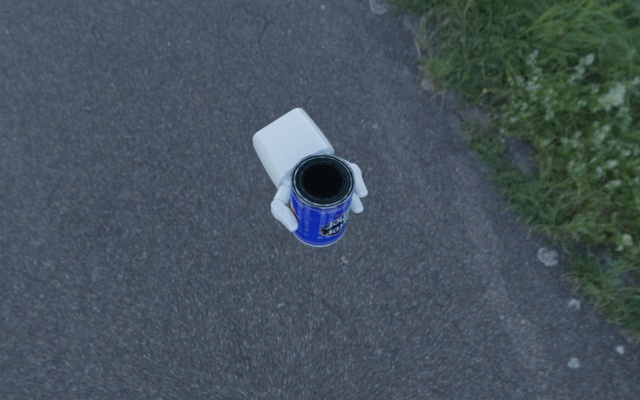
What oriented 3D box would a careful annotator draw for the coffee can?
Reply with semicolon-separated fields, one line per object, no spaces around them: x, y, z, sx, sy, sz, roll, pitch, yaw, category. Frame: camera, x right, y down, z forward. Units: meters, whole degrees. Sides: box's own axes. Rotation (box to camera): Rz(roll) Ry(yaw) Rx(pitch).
0.000;0.003;0.798;0.103;0.102;0.140;0;-30;-4;coffee can
